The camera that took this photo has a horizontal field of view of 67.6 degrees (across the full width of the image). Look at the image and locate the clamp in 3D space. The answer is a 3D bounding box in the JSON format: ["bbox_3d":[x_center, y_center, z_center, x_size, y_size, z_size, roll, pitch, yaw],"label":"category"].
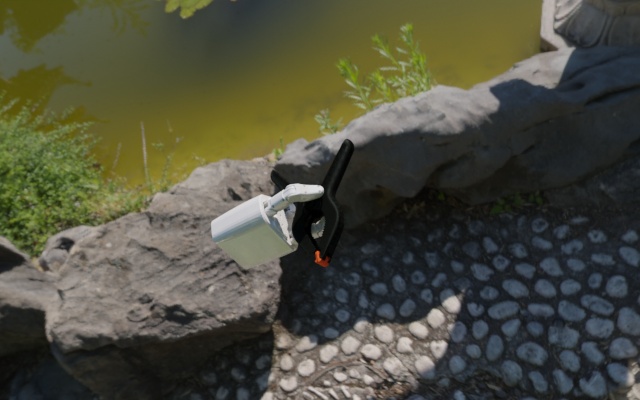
[{"bbox_3d":[0.000,0.003,0.782,0.164,0.209,0.036,-27,-34,21],"label":"clamp"}]
